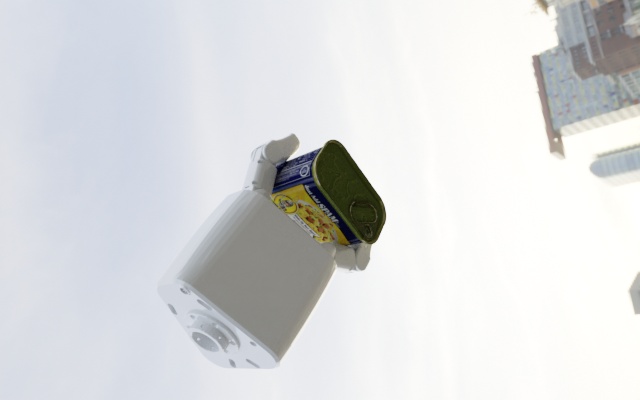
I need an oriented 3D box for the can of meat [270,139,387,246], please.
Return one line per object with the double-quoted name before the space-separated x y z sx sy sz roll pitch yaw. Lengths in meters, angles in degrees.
"can of meat" 0.000 0.001 0.461 0.084 0.102 0.057 -17 32 40
